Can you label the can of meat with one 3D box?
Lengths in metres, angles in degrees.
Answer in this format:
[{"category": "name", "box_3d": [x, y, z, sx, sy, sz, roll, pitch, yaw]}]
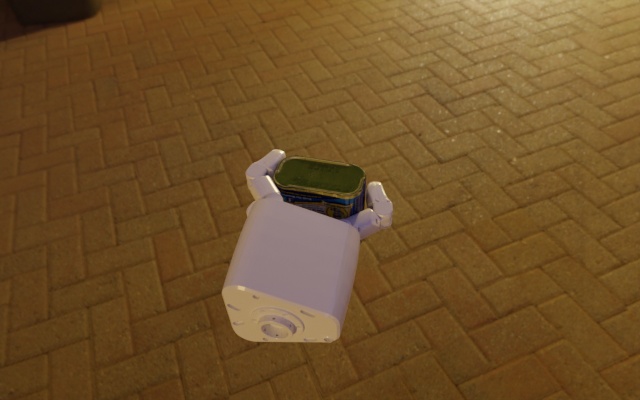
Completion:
[{"category": "can of meat", "box_3d": [0.000, 0.001, 0.530, 0.102, 0.084, 0.057, 9, 46, 11]}]
